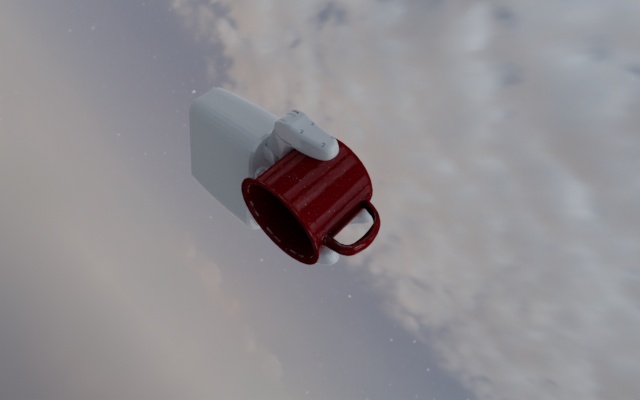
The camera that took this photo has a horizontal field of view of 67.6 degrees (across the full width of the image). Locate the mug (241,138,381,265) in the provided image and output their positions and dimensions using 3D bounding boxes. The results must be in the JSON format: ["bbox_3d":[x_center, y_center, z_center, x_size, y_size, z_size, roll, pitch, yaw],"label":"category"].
[{"bbox_3d":[0.001,0.002,0.414,0.117,0.093,0.081,35,62,28],"label":"mug"}]
